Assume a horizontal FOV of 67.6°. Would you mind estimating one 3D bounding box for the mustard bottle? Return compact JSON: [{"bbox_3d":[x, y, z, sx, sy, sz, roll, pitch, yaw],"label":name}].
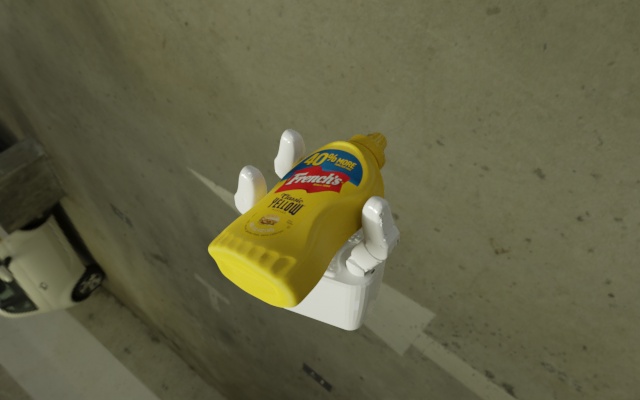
[{"bbox_3d":[0.000,0.001,0.418,0.096,0.058,0.191,14,49,42],"label":"mustard bottle"}]
